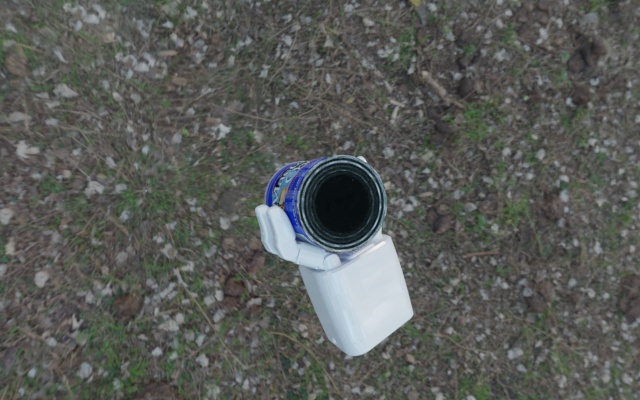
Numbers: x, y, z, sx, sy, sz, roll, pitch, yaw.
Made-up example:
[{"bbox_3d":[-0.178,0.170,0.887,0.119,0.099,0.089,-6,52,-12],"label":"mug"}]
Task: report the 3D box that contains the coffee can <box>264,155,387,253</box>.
[{"bbox_3d":[0.000,0.002,0.562,0.103,0.103,0.140,0,1,-20],"label":"coffee can"}]
